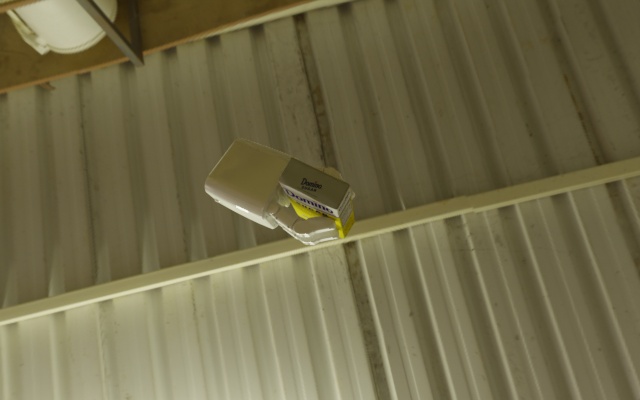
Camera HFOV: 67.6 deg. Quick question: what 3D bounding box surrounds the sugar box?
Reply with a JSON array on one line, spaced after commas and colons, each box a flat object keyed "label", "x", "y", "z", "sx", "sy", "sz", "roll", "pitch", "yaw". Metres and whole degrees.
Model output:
[{"label": "sugar box", "x": 0.000, "y": 0.003, "z": 0.711, "sx": 0.093, "sy": 0.048, "sz": 0.176, "roll": 26, "pitch": -10, "yaw": 14}]
